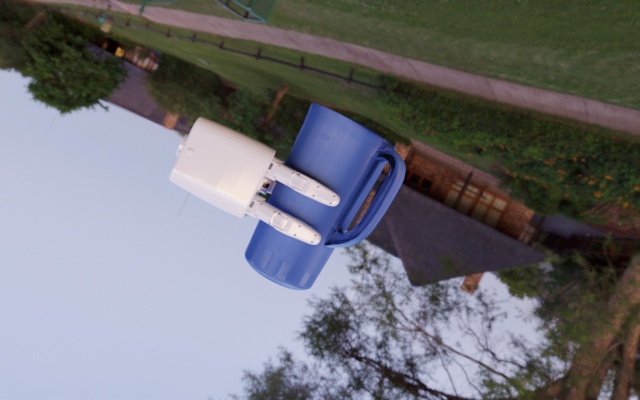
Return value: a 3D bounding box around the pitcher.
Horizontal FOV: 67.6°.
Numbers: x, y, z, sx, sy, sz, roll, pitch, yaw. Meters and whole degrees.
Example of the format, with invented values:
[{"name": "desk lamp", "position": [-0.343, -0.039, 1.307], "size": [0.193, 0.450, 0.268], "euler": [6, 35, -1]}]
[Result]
[{"name": "pitcher", "position": [0.000, 0.002, 0.662], "size": [0.145, 0.243, 0.149], "euler": [27, 4, -9]}]
